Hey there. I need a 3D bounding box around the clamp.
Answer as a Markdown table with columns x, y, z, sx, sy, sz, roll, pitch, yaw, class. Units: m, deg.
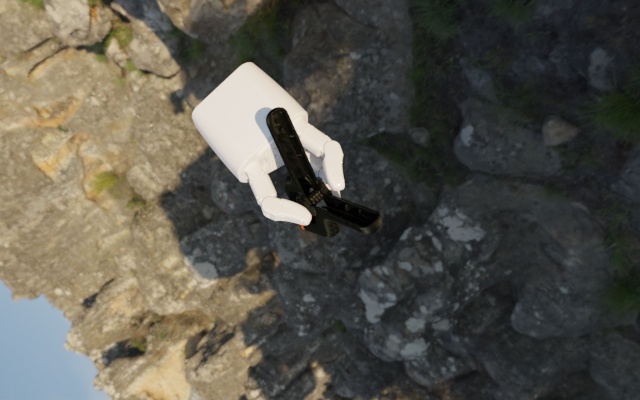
| x | y | z | sx | sy | sz | roll | pitch | yaw | class |
| --- | --- | --- | --- | --- | --- | --- | --- | --- | --- |
| -0.001 | 0.002 | 0.560 | 0.036 | 0.164 | 0.210 | -37 | -18 | -16 | clamp |
